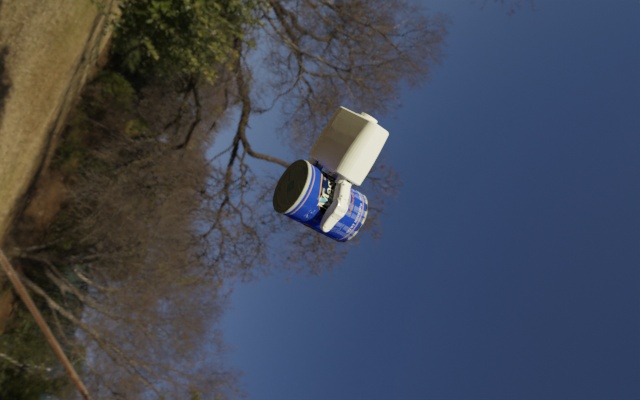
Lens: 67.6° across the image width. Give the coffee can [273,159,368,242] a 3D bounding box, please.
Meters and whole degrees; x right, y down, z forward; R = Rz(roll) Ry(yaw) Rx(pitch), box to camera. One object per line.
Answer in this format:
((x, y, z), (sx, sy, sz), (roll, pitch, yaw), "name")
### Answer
((0.000, 0.003, 0.860), (0.140, 0.102, 0.103), (28, -15, -30), "coffee can")
